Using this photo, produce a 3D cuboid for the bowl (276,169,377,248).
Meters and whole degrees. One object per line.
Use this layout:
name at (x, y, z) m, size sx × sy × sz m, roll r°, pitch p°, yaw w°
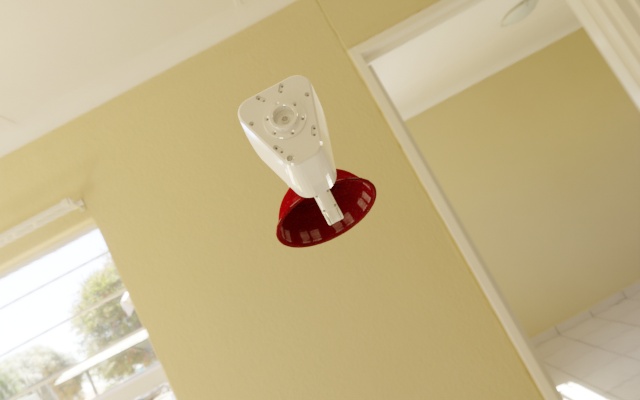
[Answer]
bowl at (0.000, 0.003, 0.713) m, size 0.162 × 0.055 × 0.162 m, roll -21°, pitch -31°, yaw -13°
